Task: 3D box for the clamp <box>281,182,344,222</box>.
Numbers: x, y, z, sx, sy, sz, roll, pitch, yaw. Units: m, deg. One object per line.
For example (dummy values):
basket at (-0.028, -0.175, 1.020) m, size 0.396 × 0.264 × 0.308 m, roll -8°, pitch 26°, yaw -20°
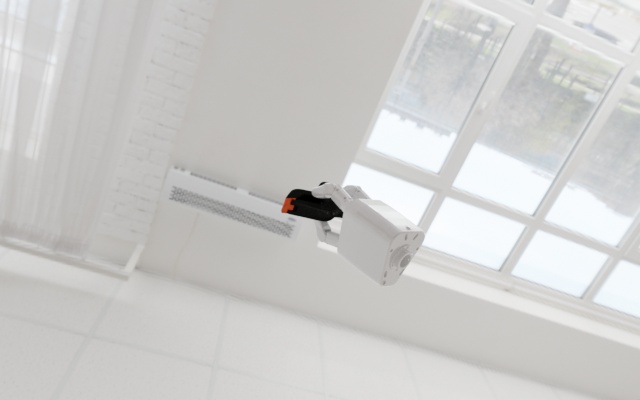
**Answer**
clamp at (0.000, 0.004, 0.883) m, size 0.210 × 0.036 × 0.164 m, roll 3°, pitch 24°, yaw -45°
